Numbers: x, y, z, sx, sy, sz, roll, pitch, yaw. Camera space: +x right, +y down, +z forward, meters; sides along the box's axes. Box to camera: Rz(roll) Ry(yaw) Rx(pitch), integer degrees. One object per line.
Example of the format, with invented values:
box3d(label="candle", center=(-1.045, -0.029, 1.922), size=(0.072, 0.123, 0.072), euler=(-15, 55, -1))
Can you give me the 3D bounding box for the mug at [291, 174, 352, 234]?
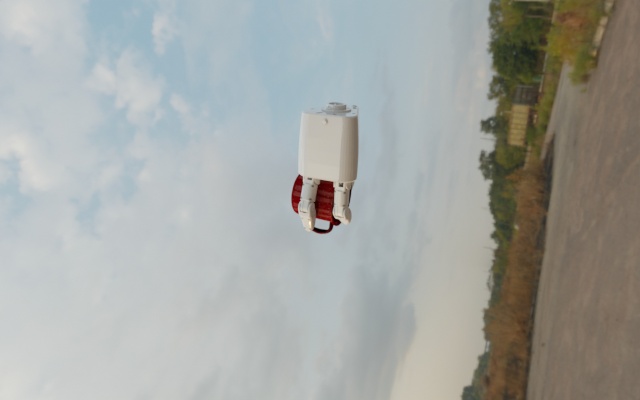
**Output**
box3d(label="mug", center=(0.000, 0.004, 0.846), size=(0.081, 0.117, 0.093), euler=(12, 22, 21))
